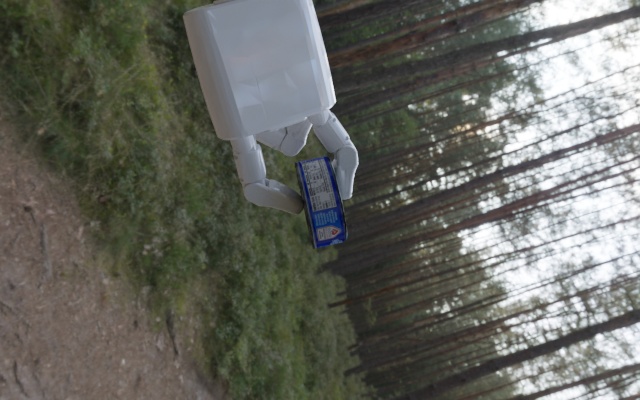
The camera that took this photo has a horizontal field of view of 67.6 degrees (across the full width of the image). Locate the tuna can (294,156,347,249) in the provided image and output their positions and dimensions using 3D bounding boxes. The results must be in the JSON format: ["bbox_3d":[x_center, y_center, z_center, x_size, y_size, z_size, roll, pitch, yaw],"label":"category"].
[{"bbox_3d":[0.001,0.001,0.459,0.034,0.086,0.086,-12,1,-3],"label":"tuna can"}]
